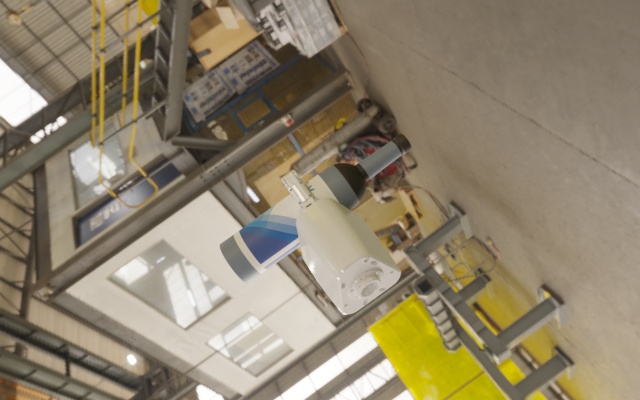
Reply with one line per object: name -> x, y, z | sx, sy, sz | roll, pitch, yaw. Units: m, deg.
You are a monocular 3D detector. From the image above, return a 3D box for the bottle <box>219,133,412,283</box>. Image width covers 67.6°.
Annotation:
bottle -> 0.000, 0.002, 0.663 | 0.295, 0.069, 0.069 | -35, 1, -2
